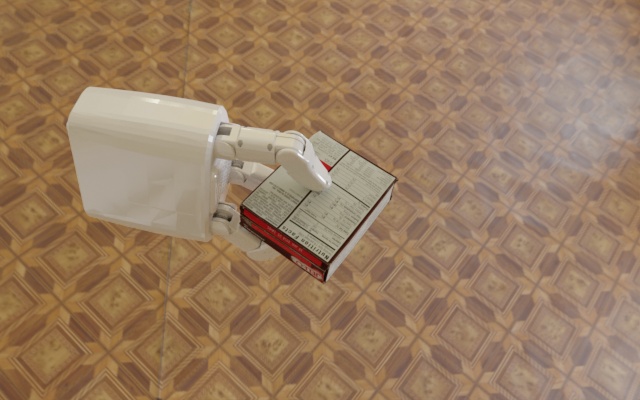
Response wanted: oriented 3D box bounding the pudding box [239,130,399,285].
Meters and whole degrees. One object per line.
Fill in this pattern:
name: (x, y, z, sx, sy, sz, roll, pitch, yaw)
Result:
pudding box: (0.000, 0.001, 0.408, 0.090, 0.113, 0.039, 34, -30, 14)
